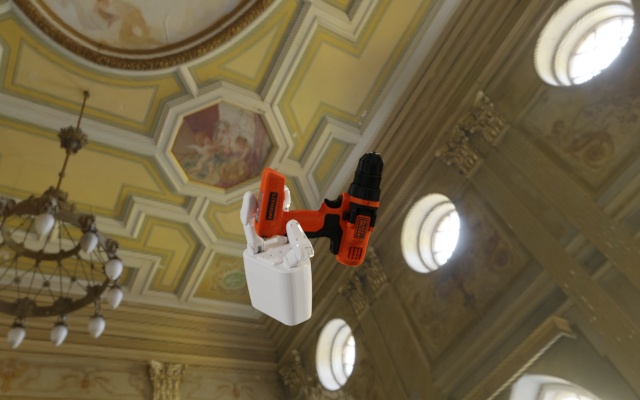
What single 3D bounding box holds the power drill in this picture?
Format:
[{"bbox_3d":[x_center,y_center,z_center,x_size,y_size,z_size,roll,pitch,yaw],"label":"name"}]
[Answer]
[{"bbox_3d":[0.000,0.003,0.737,0.187,0.184,0.057,10,6,-14],"label":"power drill"}]
